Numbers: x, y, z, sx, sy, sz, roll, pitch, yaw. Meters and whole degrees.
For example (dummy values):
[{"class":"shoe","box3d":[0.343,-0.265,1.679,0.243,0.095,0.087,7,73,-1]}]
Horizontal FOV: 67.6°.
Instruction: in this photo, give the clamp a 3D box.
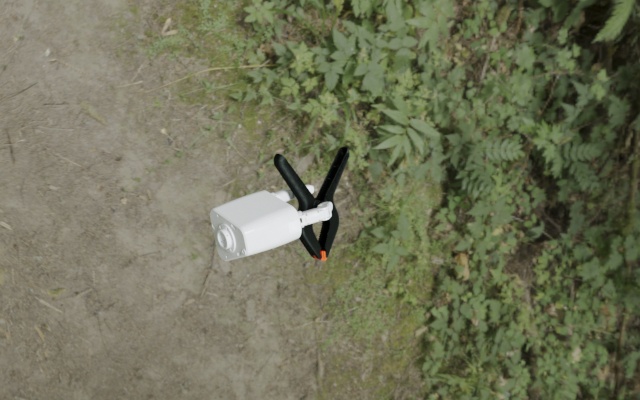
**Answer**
[{"class":"clamp","box3d":[0.001,0.004,0.870,0.164,0.210,0.036,-19,17,-35]}]
